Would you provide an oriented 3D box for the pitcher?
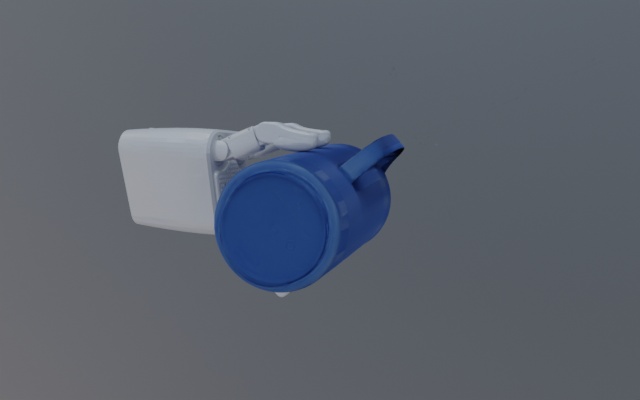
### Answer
[{"bbox_3d":[0.000,0.002,0.485,0.145,0.149,0.243,7,8,14],"label":"pitcher"}]
